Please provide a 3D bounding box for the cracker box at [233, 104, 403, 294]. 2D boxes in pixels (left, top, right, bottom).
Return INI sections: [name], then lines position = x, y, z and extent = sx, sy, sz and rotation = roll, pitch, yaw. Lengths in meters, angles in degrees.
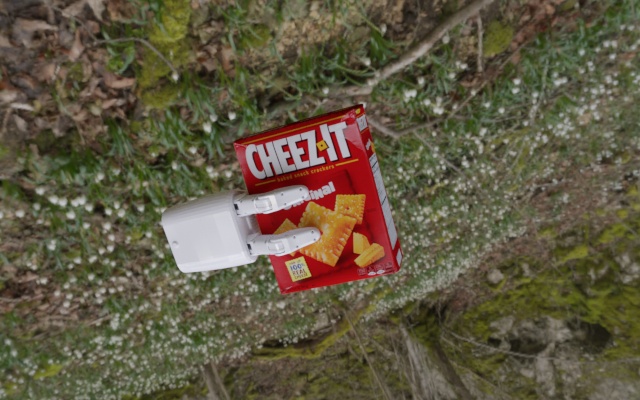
[cracker box]
position = 0.000, 0.002, 0.618
extent = 0.164, 0.214, 0.072
rotation = -13, 12, 17
